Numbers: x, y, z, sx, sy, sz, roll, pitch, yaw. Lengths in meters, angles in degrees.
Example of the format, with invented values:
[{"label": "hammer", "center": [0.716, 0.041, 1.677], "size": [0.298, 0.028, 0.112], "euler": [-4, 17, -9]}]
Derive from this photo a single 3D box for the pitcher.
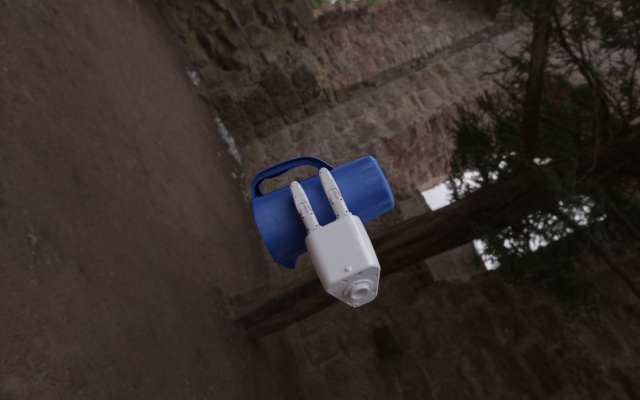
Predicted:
[{"label": "pitcher", "center": [0.000, 0.003, 0.869], "size": [0.243, 0.145, 0.149], "euler": [-24, -41, 1]}]
